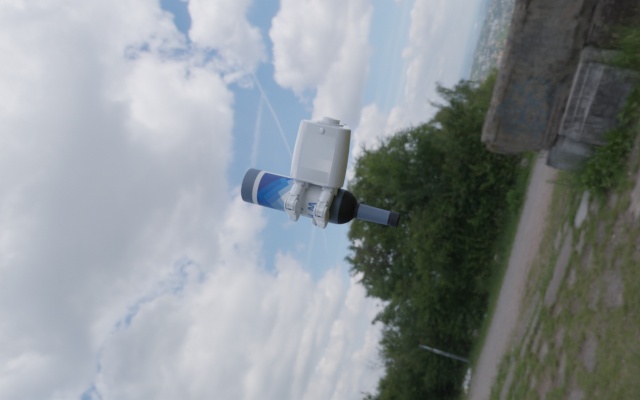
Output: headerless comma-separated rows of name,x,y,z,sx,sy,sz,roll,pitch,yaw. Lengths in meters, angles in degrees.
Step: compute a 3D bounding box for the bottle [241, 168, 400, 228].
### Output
bottle,0.000,0.003,0.885,0.295,0.069,0.069,13,3,14
